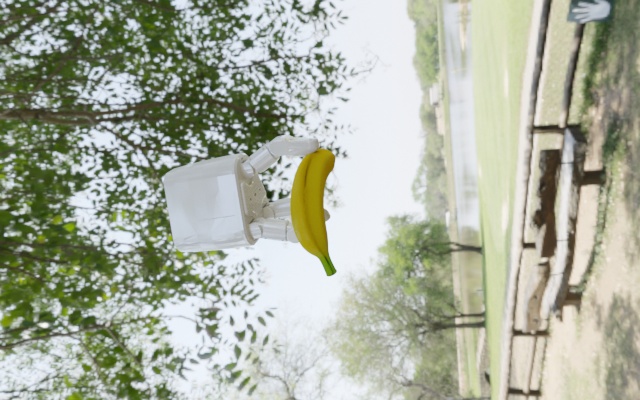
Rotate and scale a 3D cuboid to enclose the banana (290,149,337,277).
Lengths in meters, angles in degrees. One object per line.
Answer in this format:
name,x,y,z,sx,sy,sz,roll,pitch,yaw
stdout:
banana,-0.007,-0.008,0.547,0.037,0.197,0.070,-14,-48,16
